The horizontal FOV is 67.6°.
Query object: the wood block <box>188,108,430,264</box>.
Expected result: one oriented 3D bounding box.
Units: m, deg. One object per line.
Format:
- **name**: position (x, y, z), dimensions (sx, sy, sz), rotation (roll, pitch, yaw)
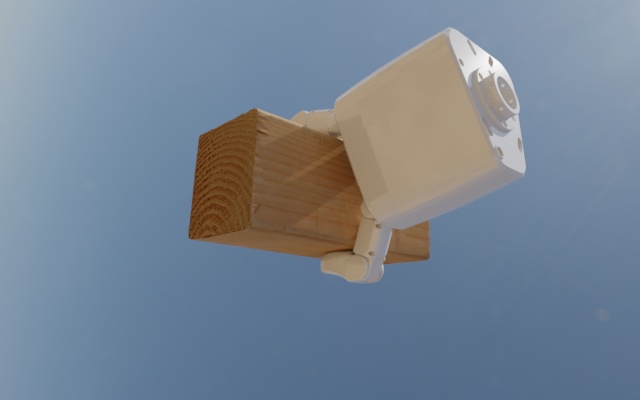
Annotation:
- **wood block**: position (0.000, 0.002, 0.425), dimensions (0.206, 0.090, 0.090), rotation (14, -18, -40)
